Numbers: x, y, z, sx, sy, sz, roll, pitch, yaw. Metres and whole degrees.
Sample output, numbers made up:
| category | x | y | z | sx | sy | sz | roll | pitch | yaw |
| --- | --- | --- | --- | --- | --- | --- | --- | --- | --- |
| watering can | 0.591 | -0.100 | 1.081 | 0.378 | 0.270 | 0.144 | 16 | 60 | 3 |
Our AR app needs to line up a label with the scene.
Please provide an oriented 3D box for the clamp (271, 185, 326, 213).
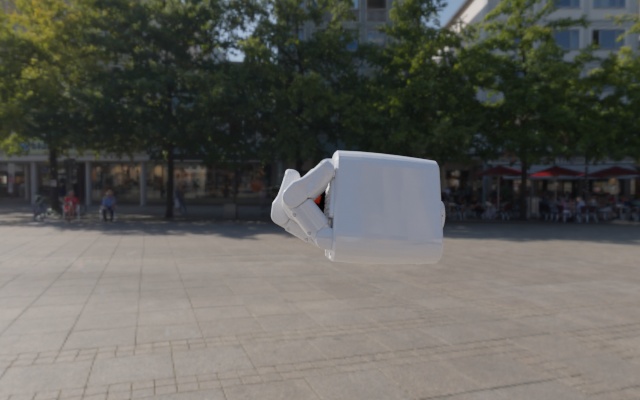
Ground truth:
| category | x | y | z | sx | sy | sz | roll | pitch | yaw |
| --- | --- | --- | --- | --- | --- | --- | --- | --- | --- |
| clamp | 0.000 | 0.001 | 0.591 | 0.120 | 0.039 | 0.171 | 8 | 1 | -8 |
